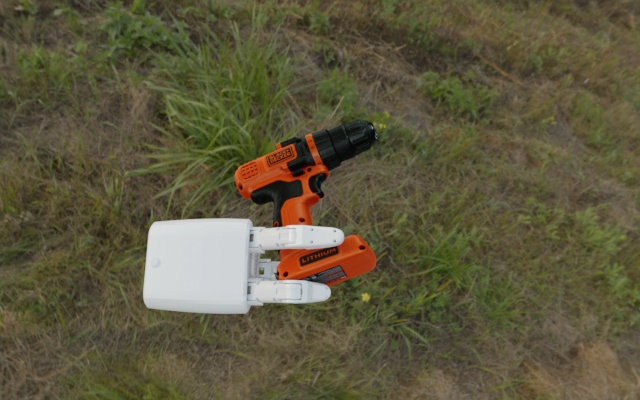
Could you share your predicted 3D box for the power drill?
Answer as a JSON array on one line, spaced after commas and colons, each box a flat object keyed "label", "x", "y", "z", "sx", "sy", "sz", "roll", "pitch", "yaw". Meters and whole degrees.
[{"label": "power drill", "x": 0.000, "y": 0.002, "z": 0.553, "sx": 0.184, "sy": 0.187, "sz": 0.057, "roll": -23, "pitch": -35, "yaw": 7}]
